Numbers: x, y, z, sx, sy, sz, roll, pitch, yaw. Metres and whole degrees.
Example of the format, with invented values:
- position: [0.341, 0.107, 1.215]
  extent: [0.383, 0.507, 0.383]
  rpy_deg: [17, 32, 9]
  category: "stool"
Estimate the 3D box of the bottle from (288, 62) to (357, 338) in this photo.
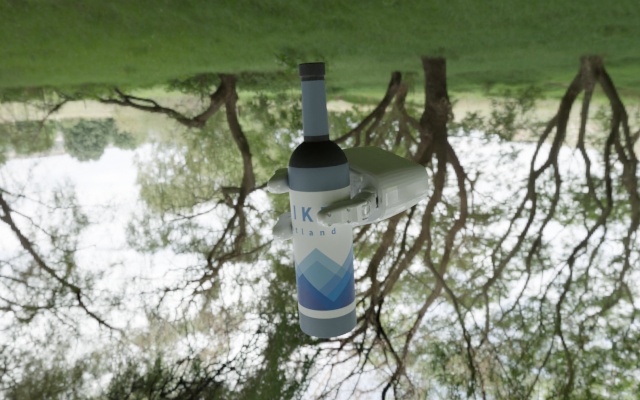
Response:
- position: [0.000, 0.002, 0.525]
  extent: [0.069, 0.296, 0.069]
  rpy_deg: [-3, 13, 1]
  category: "bottle"
